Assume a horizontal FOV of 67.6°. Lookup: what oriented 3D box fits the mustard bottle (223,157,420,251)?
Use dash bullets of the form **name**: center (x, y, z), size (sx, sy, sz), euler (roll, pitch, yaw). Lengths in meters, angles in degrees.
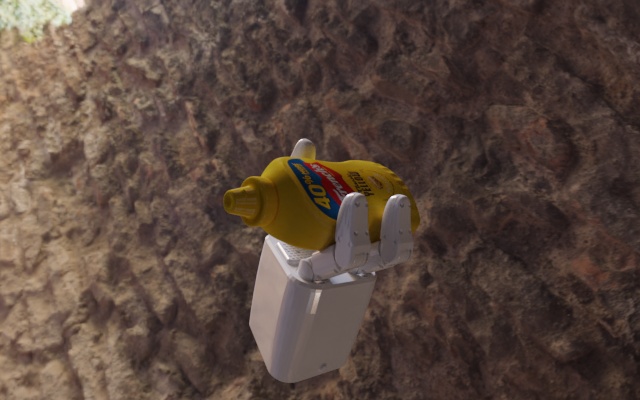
- **mustard bottle**: center (0.000, 0.001, 0.432), size (0.191, 0.096, 0.058), euler (0, -43, -41)
